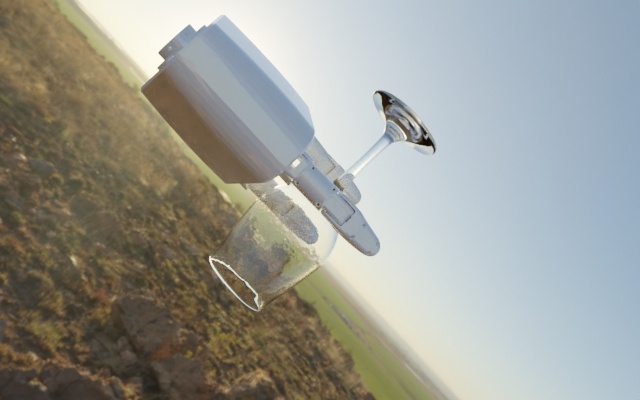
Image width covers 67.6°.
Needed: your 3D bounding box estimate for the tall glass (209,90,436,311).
[{"bbox_3d":[0.001,0.001,0.404,0.201,0.079,0.079,-44,4,-4],"label":"tall glass"}]
